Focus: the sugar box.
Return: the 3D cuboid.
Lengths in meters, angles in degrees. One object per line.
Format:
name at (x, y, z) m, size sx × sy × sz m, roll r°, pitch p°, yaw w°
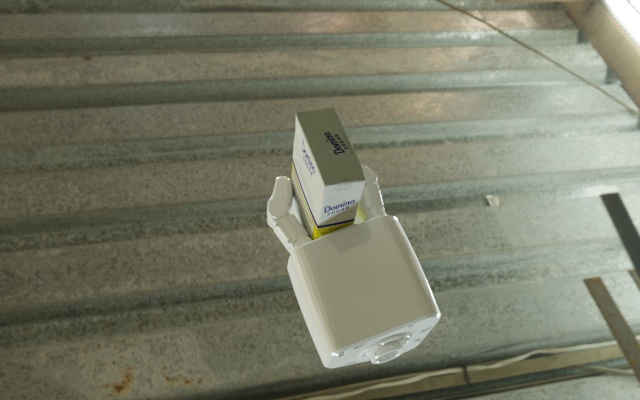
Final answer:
sugar box at (0.001, 0.002, 0.493) m, size 0.048 × 0.093 × 0.176 m, roll -9°, pitch -35°, yaw -17°
